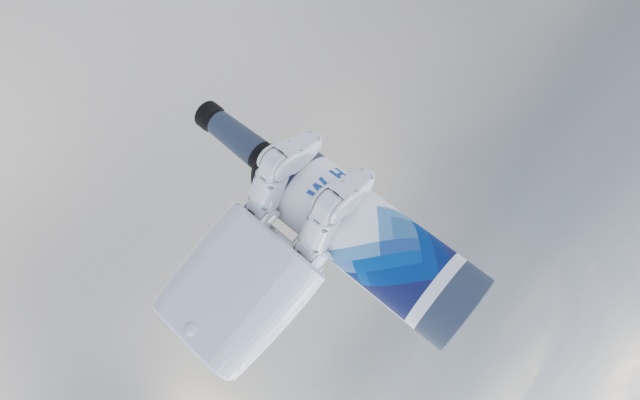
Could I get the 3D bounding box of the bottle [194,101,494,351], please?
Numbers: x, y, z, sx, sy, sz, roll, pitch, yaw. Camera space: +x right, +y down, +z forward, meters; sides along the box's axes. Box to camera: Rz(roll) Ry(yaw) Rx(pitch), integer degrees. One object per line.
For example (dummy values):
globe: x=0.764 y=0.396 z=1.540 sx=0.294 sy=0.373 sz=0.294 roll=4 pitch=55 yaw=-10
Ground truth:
bottle: x=0.000 y=0.001 z=0.405 sx=0.295 sy=0.069 sz=0.069 roll=38 pitch=14 yaw=20
